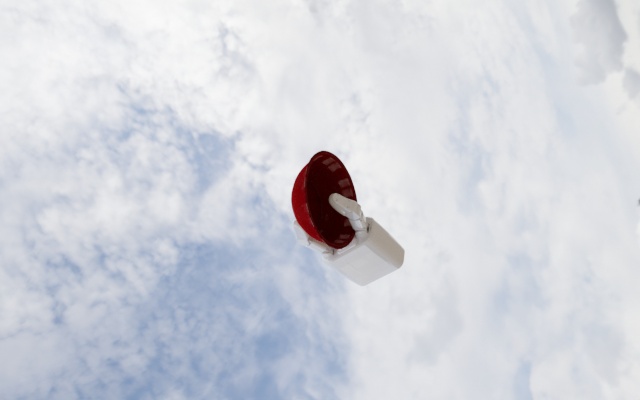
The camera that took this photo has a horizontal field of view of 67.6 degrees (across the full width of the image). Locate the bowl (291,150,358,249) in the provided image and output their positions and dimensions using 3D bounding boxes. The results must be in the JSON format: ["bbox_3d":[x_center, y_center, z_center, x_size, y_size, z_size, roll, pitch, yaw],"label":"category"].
[{"bbox_3d":[-0.001,0.002,0.784,0.055,0.162,0.162,-11,-6,32],"label":"bowl"}]
